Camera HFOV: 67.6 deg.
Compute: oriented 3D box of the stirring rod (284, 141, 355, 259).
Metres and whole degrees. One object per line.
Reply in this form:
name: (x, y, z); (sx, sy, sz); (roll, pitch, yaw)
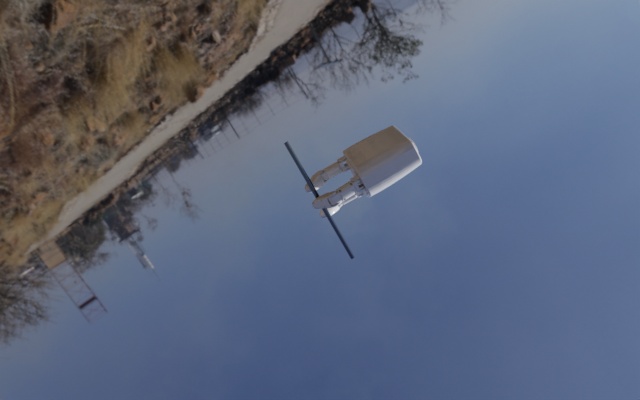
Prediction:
stirring rod: (0.000, 0.003, 0.838); (0.011, 0.239, 0.011); (-28, 14, 8)
